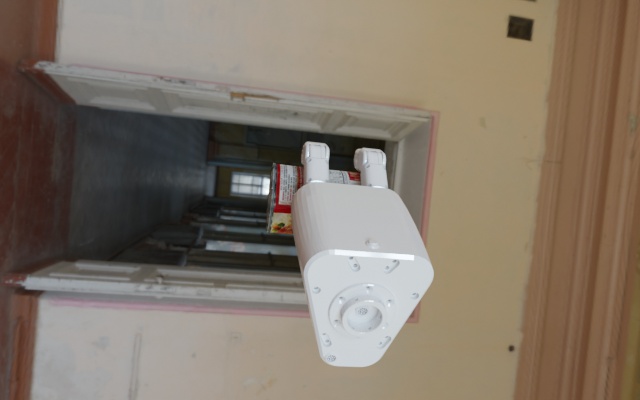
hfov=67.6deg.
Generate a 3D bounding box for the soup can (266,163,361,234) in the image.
[{"bbox_3d":[0.000,0.001,0.473,0.102,0.068,0.068,5,-1,-9],"label":"soup can"}]
